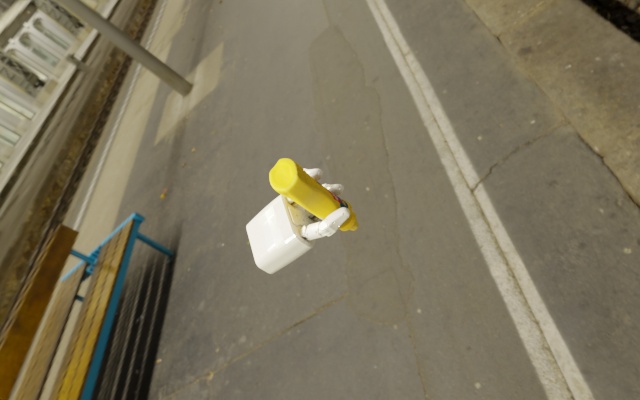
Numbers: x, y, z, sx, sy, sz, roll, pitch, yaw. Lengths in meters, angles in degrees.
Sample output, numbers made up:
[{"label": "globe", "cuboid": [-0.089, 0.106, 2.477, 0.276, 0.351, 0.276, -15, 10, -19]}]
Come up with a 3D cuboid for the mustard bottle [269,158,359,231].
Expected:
[{"label": "mustard bottle", "cuboid": [0.000, 0.002, 0.846, 0.192, 0.058, 0.096, 36, 3, -33]}]
